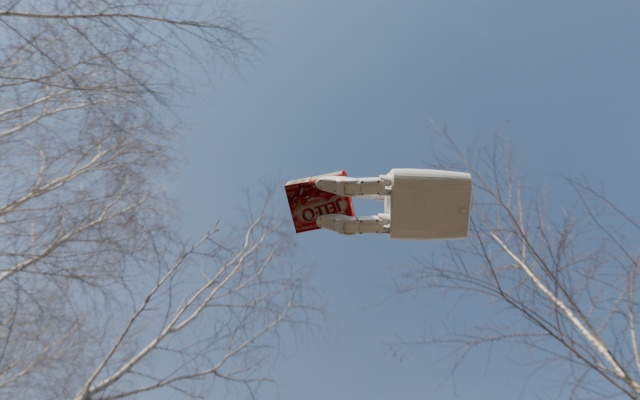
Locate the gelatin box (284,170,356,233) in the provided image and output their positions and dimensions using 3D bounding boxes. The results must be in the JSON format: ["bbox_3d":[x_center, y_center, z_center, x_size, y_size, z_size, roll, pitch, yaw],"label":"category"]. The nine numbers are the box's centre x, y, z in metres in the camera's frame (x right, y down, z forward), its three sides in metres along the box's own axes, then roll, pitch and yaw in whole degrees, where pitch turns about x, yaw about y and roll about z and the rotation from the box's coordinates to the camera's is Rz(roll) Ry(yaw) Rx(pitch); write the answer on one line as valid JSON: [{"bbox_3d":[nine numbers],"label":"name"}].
[{"bbox_3d":[0.000,0.002,0.683,0.089,0.073,0.030,-11,14,11],"label":"gelatin box"}]
